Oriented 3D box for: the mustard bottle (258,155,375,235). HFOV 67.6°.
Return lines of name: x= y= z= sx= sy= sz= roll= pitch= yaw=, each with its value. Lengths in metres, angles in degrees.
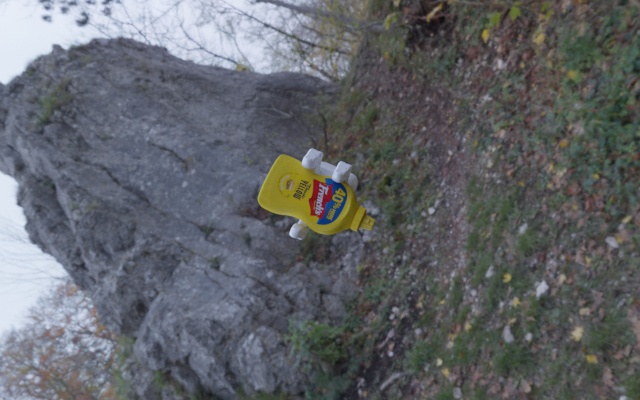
mustard bottle: x=0.000 y=0.002 z=0.792 sx=0.191 sy=0.096 sz=0.058 roll=24 pitch=-13 yaw=8
